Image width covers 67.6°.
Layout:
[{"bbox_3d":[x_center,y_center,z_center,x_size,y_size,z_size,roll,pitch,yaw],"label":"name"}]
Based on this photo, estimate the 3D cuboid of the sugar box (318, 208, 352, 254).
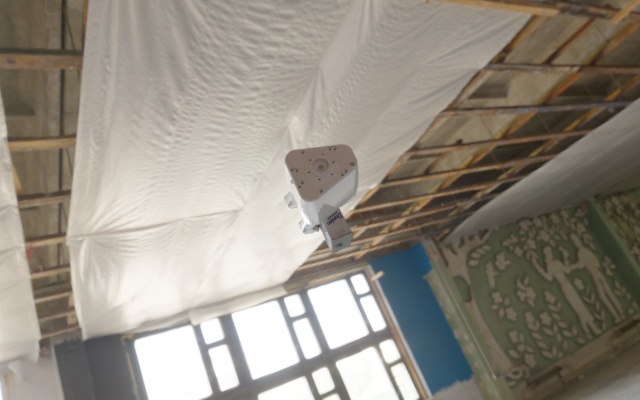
[{"bbox_3d":[0.000,0.003,0.871,0.048,0.176,0.093,-22,-20,-6],"label":"sugar box"}]
